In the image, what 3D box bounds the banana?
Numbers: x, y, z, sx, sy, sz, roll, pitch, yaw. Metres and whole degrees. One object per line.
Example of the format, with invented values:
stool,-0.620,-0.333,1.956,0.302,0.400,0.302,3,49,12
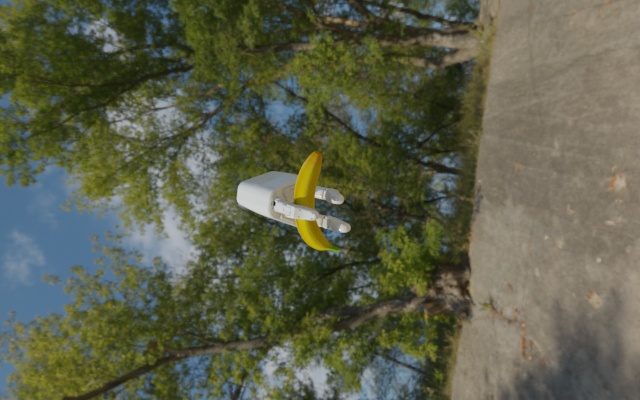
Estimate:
banana,-0.016,0.012,0.857,0.069,0.198,0.037,-19,23,-20
